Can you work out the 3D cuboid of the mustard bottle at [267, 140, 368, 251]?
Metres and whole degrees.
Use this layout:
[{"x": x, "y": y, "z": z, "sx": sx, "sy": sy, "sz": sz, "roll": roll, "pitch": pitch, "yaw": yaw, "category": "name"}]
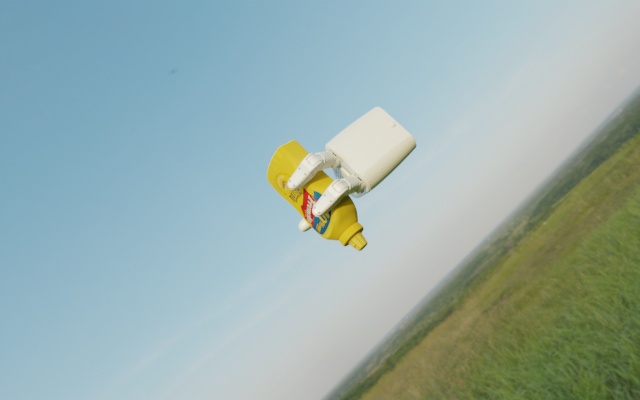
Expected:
[{"x": 0.000, "y": 0.002, "z": 0.727, "sx": 0.058, "sy": 0.191, "sz": 0.096, "roll": -32, "pitch": -20, "yaw": -36, "category": "mustard bottle"}]
